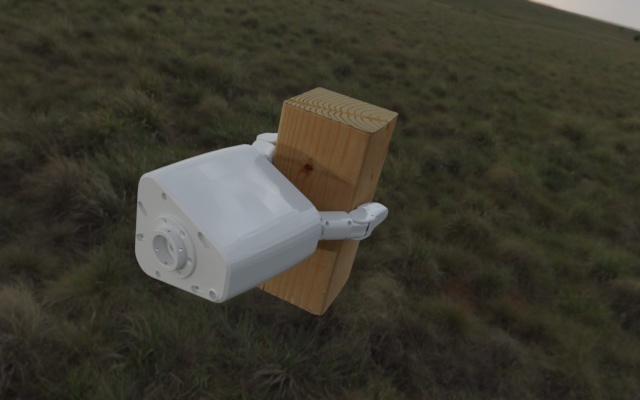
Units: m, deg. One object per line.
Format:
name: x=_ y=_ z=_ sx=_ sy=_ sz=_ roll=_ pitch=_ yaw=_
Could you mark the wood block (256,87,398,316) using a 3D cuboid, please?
wood block: x=0.000 y=0.002 z=0.497 sx=0.091 sy=0.206 sz=0.090 roll=22 pitch=28 yaw=15
